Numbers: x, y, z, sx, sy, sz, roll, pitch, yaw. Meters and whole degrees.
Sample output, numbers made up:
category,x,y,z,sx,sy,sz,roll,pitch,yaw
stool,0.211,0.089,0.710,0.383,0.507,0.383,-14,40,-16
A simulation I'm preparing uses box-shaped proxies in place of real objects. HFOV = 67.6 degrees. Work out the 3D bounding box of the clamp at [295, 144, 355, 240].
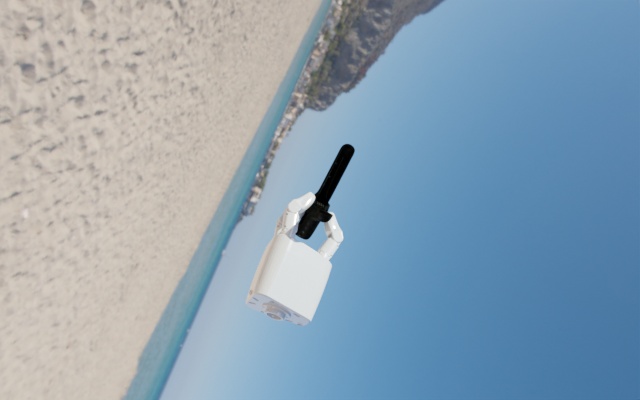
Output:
category,x,y,z,sx,sy,sz,roll,pitch,yaw
clamp,0.001,0.004,0.853,0.036,0.164,0.210,27,-31,-6
